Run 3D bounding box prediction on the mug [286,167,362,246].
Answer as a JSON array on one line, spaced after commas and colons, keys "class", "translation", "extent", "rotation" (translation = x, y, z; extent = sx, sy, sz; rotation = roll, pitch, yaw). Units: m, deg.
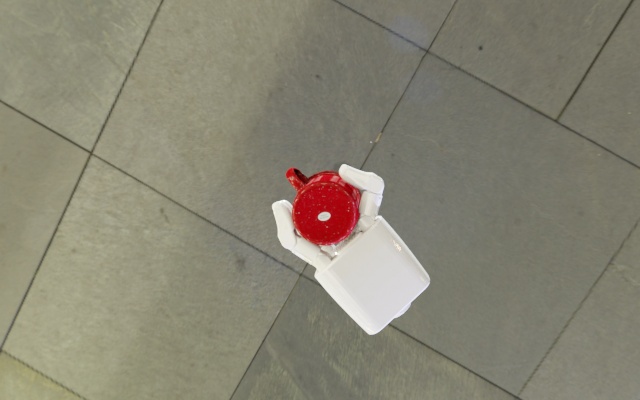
[{"class": "mug", "translation": [-0.001, 0.001, 0.615], "extent": [0.093, 0.117, 0.081], "rotation": [-42, 2, 9]}]
